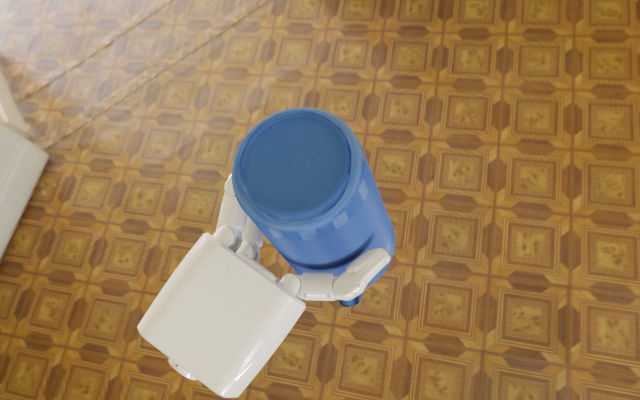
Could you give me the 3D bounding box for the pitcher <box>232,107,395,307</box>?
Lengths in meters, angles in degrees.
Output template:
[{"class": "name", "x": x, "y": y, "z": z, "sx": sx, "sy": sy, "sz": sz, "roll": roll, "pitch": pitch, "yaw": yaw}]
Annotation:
[{"class": "pitcher", "x": 0.000, "y": 0.002, "z": 0.483, "sx": 0.149, "sy": 0.145, "sz": 0.243, "roll": 34, "pitch": -10, "yaw": 20}]
